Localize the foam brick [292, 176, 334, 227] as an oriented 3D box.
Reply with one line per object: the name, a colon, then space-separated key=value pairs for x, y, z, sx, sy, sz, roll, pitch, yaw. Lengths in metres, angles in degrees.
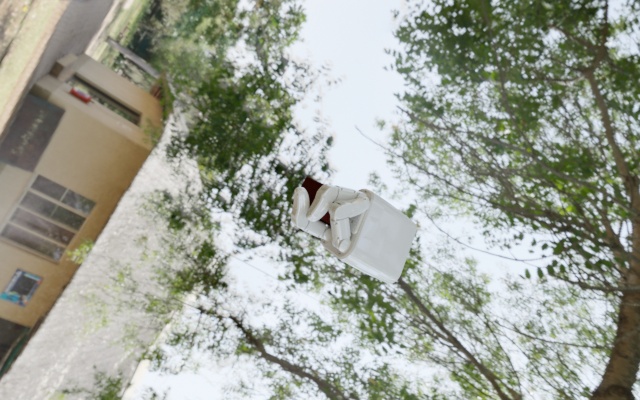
foam brick: x=0.000 y=0.002 z=0.745 sx=0.051 sy=0.053 sz=0.078 roll=31 pitch=0 yaw=-28
